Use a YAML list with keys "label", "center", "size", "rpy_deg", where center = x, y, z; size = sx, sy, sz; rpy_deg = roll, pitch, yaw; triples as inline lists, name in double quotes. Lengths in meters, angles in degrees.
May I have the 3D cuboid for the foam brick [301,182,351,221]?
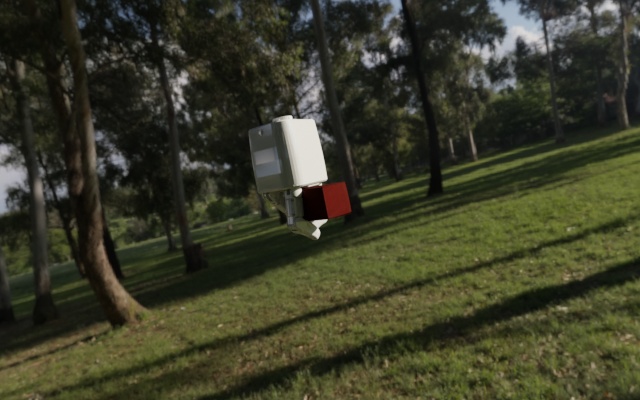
- label: "foam brick"
  center: [0.000, 0.003, 0.752]
  size: [0.053, 0.051, 0.078]
  rpy_deg: [-13, 5, -43]
